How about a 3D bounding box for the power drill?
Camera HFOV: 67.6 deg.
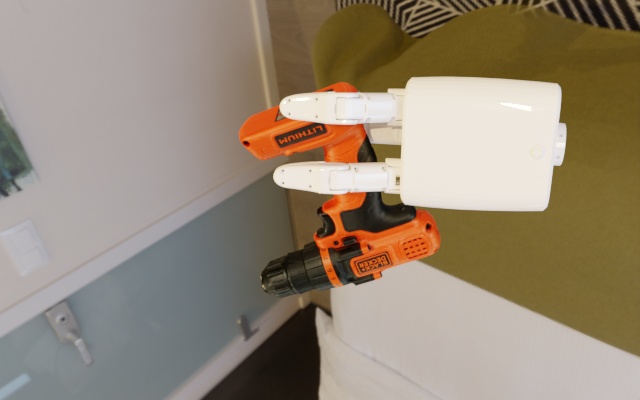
[{"bbox_3d":[0.000,0.001,0.440,0.184,0.188,0.057,-20,30,11],"label":"power drill"}]
